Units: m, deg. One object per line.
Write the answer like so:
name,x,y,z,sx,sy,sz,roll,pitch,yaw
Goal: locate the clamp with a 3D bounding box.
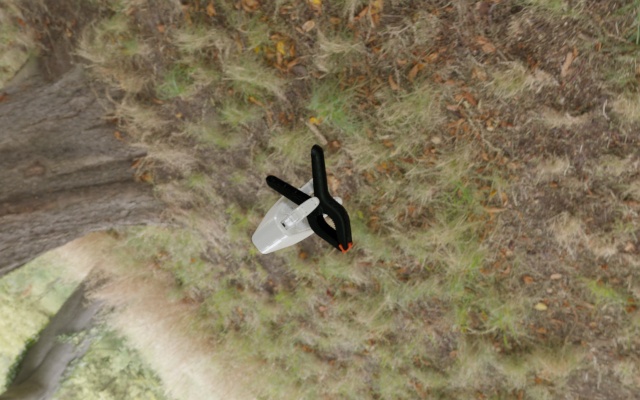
clamp,0.000,0.004,0.896,0.036,0.210,0.165,-39,1,-43
